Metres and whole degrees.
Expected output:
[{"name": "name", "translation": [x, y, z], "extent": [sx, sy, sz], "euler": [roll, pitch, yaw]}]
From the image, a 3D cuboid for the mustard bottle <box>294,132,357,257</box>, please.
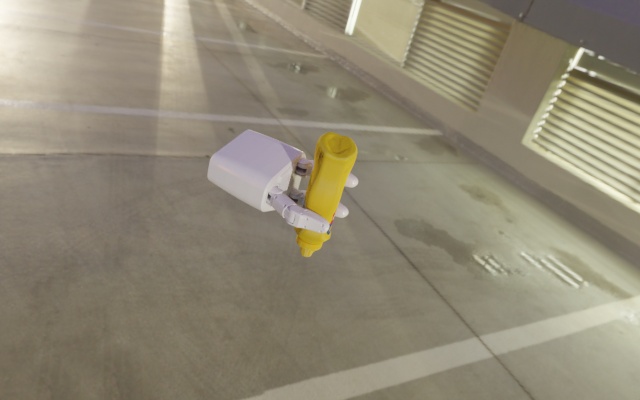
[{"name": "mustard bottle", "translation": [0.000, 0.002, 0.703], "extent": [0.058, 0.192, 0.096], "euler": [15, 28, -4]}]
